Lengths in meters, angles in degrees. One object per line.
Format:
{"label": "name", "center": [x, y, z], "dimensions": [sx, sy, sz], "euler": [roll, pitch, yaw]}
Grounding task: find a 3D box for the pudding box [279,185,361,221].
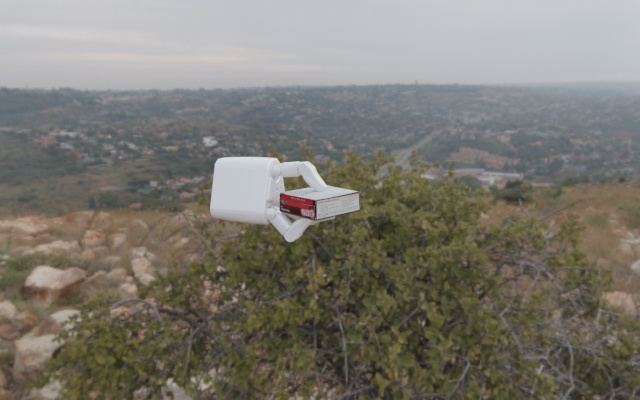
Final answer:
{"label": "pudding box", "center": [0.000, 0.002, 0.812], "dimensions": [0.113, 0.039, 0.090], "euler": [-13, 19, -43]}
